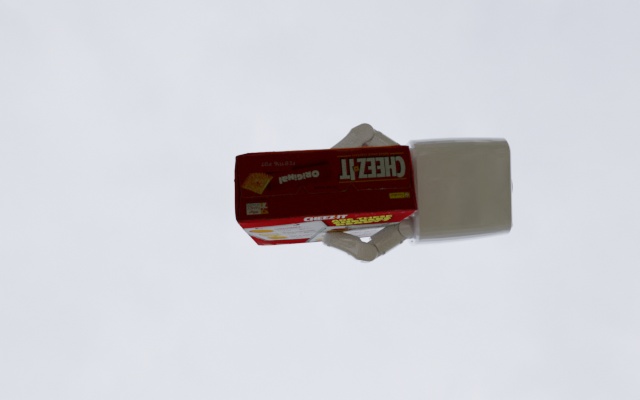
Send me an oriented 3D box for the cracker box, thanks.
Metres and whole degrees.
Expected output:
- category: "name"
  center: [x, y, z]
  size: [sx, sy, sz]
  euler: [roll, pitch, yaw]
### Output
- category: "cracker box"
  center: [0.000, 0.002, 0.529]
  size: [0.164, 0.072, 0.214]
  euler: [-4, -11, -3]
